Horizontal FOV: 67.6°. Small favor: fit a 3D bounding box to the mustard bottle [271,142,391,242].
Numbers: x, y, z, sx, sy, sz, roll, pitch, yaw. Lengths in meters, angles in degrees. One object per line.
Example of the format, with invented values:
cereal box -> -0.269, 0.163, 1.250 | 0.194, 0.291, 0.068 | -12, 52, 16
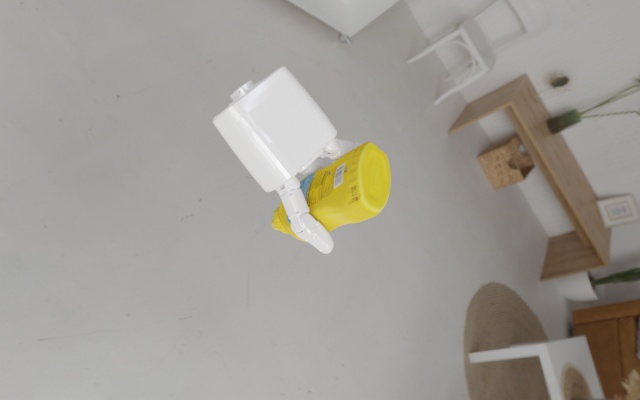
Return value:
mustard bottle -> 0.001, 0.002, 0.614 | 0.058, 0.096, 0.192 | 33, -40, -30
